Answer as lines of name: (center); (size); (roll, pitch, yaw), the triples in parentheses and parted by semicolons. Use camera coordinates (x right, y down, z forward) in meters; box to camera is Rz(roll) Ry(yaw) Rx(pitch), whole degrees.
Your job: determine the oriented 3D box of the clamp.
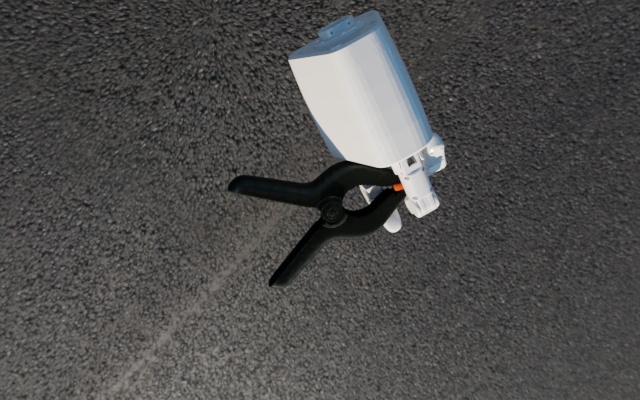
clamp: (0.000, 0.002, 0.458); (0.171, 0.120, 0.039); (-29, 24, 0)
